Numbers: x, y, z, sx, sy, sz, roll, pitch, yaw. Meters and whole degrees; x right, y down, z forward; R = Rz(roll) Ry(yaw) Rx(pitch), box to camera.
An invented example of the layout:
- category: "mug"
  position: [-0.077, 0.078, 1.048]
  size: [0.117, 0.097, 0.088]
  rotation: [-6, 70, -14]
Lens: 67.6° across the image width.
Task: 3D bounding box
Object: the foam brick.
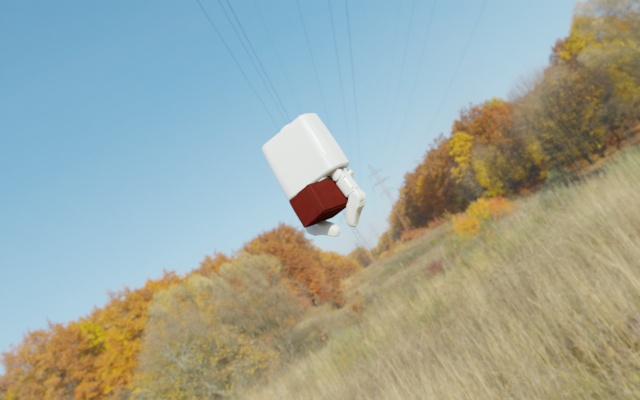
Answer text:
- category: "foam brick"
  position: [0.000, 0.003, 0.756]
  size: [0.053, 0.051, 0.078]
  rotation: [-39, -14, 37]
